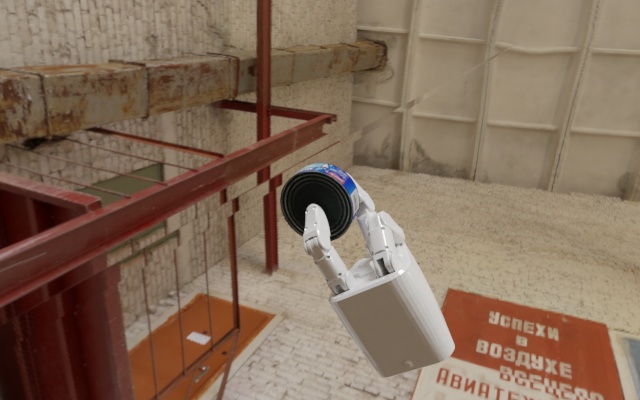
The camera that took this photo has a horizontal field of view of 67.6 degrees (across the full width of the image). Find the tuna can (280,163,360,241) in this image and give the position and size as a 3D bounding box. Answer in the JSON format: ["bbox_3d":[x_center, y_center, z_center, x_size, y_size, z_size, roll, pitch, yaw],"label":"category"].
[{"bbox_3d":[0.000,0.001,0.539,0.086,0.086,0.033,0,23,22],"label":"tuna can"}]
